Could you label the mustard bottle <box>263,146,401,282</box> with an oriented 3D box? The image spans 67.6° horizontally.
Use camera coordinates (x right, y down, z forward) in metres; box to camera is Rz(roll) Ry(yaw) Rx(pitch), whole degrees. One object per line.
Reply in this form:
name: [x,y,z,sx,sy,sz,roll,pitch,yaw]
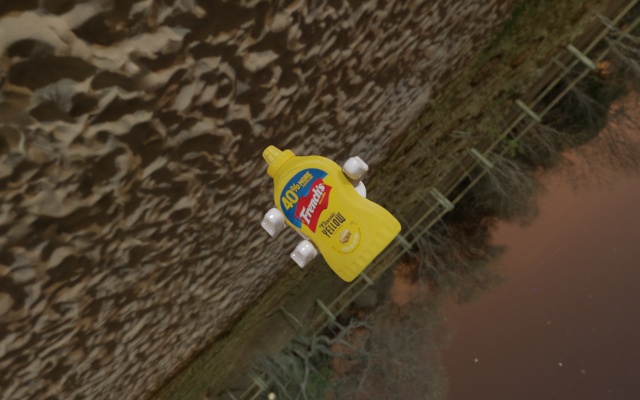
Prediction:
mustard bottle: [0.000,0.002,0.592,0.191,0.096,0.058,44,22,9]
